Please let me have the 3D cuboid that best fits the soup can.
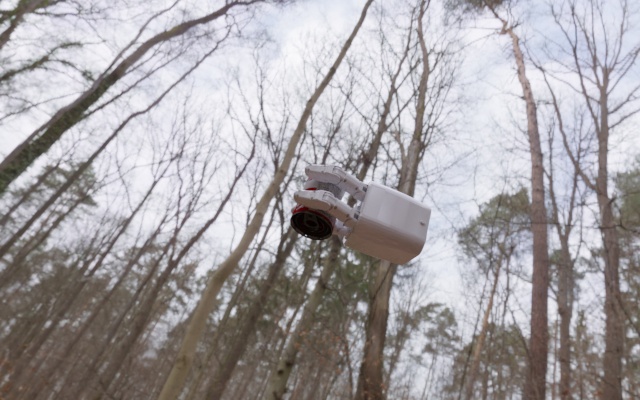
[{"bbox_3d":[0.000,0.002,0.757,0.068,0.102,0.069,13,-37,10],"label":"soup can"}]
